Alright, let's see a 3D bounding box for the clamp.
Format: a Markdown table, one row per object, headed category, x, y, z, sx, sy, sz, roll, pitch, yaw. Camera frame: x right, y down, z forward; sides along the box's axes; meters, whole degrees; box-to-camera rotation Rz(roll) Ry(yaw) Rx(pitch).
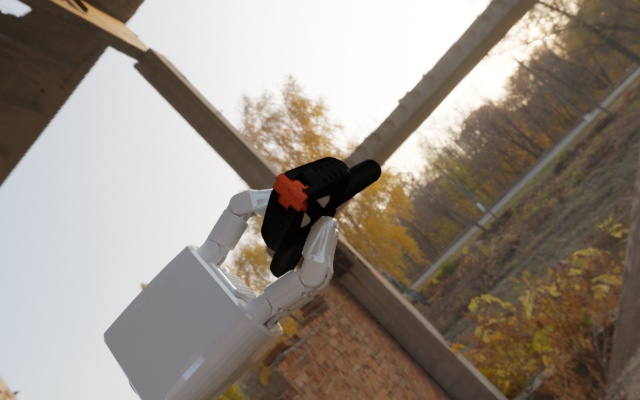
| category | x | y | z | sx | sy | sz | roll | pitch | yaw |
| --- | --- | --- | --- | --- | --- | --- | --- | --- | --- |
| clamp | -0.001 | 0.001 | 0.436 | 0.036 | 0.164 | 0.210 | 41 | -7 | 12 |
